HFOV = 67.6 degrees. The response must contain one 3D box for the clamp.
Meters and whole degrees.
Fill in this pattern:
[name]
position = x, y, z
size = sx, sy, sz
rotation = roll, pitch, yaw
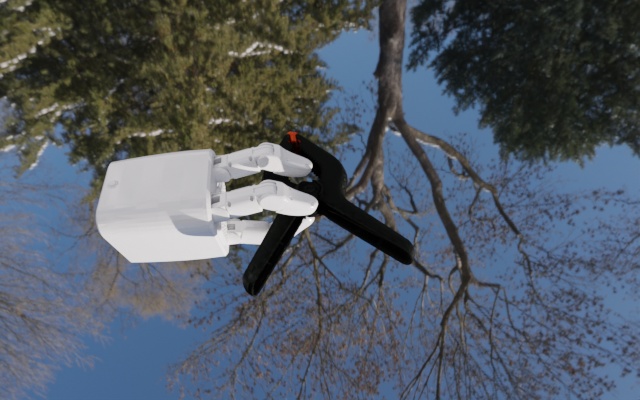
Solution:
[clamp]
position = 0.000, 0.002, 0.506
size = 0.164, 0.209, 0.036
rotation = -4, -43, -5
